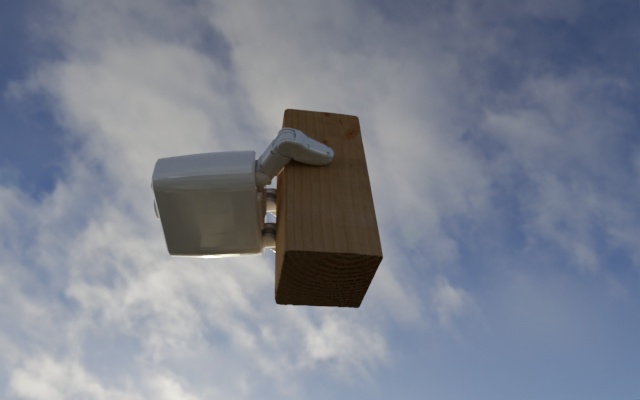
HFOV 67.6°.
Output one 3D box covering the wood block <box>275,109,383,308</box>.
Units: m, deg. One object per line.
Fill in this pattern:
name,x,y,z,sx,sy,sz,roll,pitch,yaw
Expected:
wood block,0.000,0.001,0.516,0.090,0.206,0.091,5,-44,-10
